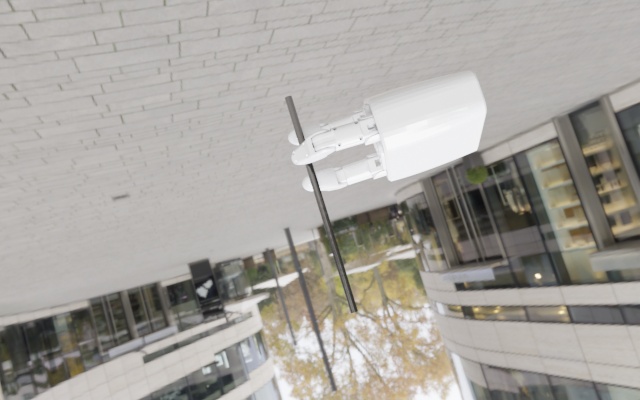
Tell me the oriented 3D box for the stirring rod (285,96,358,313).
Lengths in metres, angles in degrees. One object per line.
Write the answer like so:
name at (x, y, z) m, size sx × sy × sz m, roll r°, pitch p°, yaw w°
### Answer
stirring rod at (0.000, 0.002, 0.509) m, size 0.011 × 0.239 × 0.011 m, roll -17°, pitch -6°, yaw -2°
